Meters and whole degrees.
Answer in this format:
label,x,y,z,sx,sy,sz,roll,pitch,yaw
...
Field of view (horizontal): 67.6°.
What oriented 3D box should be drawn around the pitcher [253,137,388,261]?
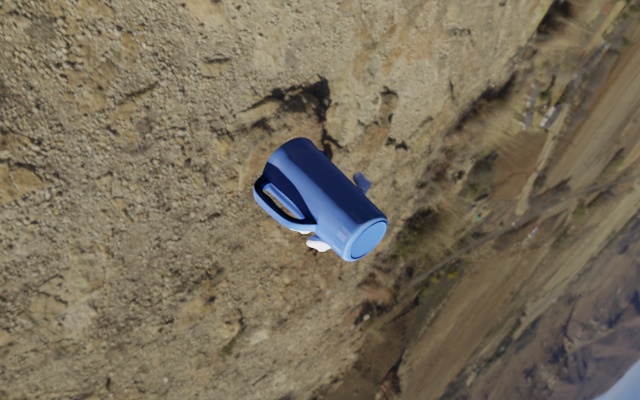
label,x,y,z,sx,sy,sz,roll,pitch,yaw
pitcher,0.000,0.003,0.896,0.242,0.149,0.145,44,8,29
